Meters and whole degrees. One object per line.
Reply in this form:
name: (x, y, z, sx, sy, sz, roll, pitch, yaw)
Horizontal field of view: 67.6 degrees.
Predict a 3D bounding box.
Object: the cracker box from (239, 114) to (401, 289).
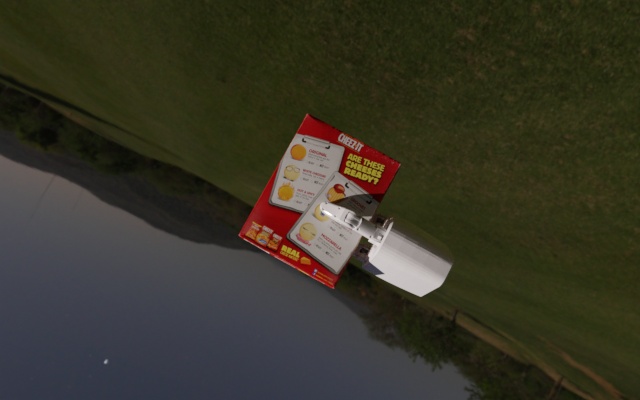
cracker box: (0.000, 0.003, 0.737, 0.164, 0.213, 0.072, 29, -6, 2)
